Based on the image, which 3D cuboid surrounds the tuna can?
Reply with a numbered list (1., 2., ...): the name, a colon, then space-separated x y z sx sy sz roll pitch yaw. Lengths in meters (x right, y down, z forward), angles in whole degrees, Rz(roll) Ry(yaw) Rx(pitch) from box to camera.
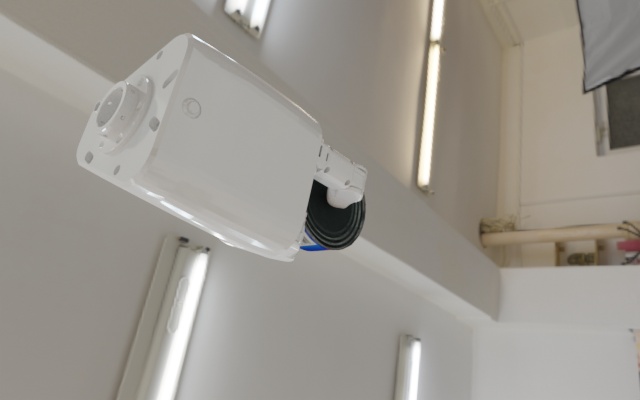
1. tuna can: 0.000 0.001 0.415 0.034 0.086 0.086 -10 -7 42
